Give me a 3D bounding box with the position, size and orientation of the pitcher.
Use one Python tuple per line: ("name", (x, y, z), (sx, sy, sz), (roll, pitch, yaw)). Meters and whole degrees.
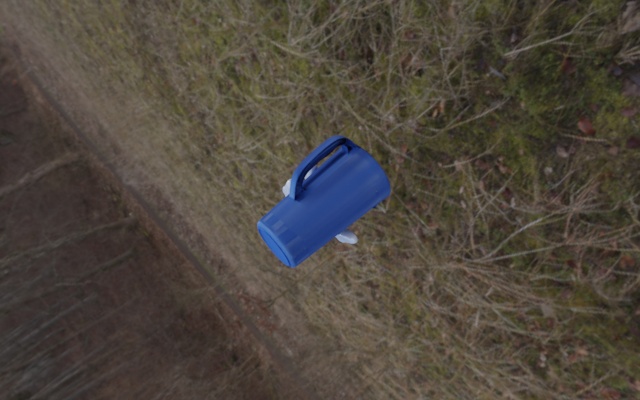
("pitcher", (0.000, 0.003, 0.893), (0.243, 0.149, 0.145), (-39, -6, -17))
